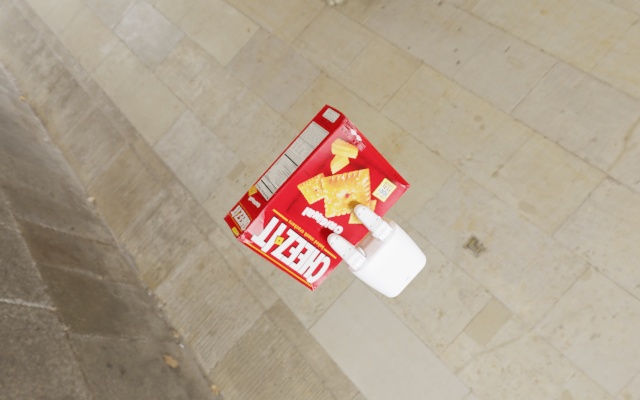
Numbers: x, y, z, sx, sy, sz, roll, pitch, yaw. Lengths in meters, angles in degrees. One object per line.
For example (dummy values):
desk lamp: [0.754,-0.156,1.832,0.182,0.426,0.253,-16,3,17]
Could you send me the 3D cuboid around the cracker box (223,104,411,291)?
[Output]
cracker box: [0.000,0.002,0.671,0.164,0.213,0.072,41,2,-36]
